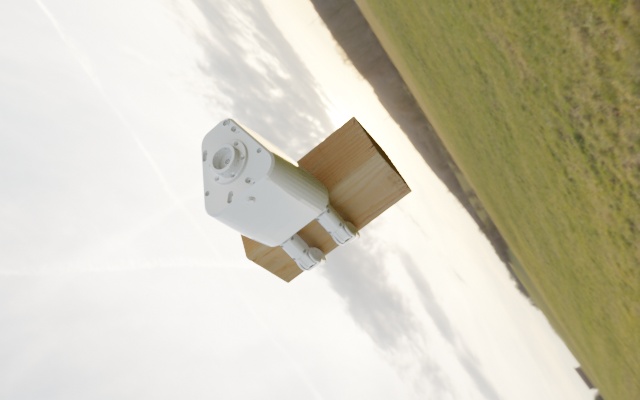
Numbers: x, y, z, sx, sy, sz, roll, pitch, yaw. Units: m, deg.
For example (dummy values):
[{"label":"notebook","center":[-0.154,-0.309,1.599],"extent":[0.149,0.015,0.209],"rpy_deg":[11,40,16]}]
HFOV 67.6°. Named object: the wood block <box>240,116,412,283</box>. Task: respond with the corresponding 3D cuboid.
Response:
[{"label":"wood block","center":[0.000,0.002,0.622],"extent":[0.206,0.090,0.090],"rpy_deg":[-38,-46,13]}]
